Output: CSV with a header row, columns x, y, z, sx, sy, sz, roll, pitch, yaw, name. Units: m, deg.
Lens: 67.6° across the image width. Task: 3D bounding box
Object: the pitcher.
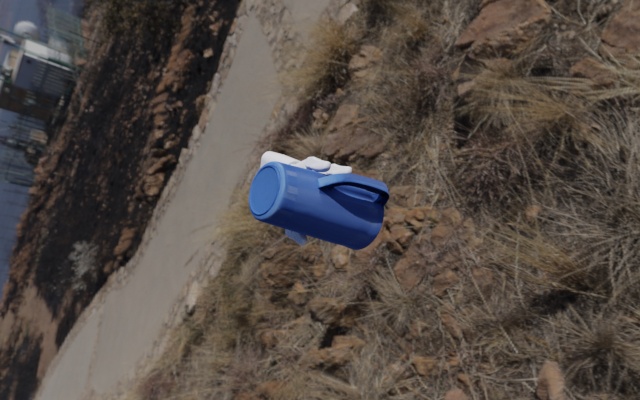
x,y,z,sx,sy,sz,roll,pitch,yaw,name
0.000,0.003,0.886,0.243,0.149,0.145,16,7,-39,pitcher
